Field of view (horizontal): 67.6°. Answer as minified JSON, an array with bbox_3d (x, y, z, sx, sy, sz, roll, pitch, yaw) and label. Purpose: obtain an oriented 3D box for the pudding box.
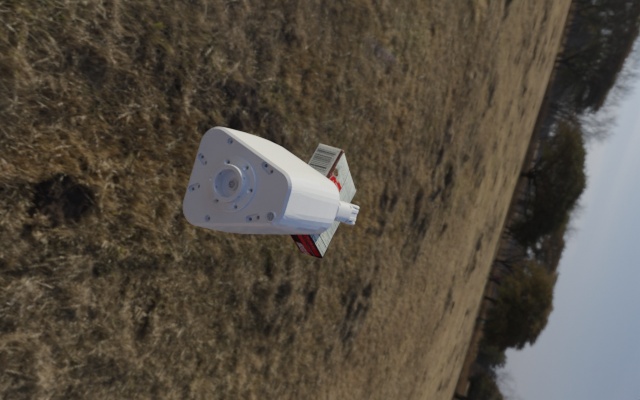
[{"bbox_3d":[0.000,0.002,0.588,0.039,0.113,0.090,18,-26,25],"label":"pudding box"}]
